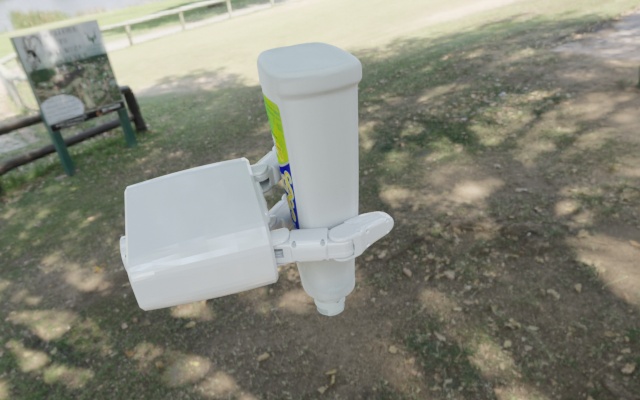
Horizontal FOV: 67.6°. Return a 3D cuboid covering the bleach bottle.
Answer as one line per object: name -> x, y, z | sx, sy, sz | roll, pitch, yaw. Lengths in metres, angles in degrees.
bleach bottle -> 0.000, 0.001, 0.412 | 0.068, 0.251, 0.102 | -13, 30, -12
